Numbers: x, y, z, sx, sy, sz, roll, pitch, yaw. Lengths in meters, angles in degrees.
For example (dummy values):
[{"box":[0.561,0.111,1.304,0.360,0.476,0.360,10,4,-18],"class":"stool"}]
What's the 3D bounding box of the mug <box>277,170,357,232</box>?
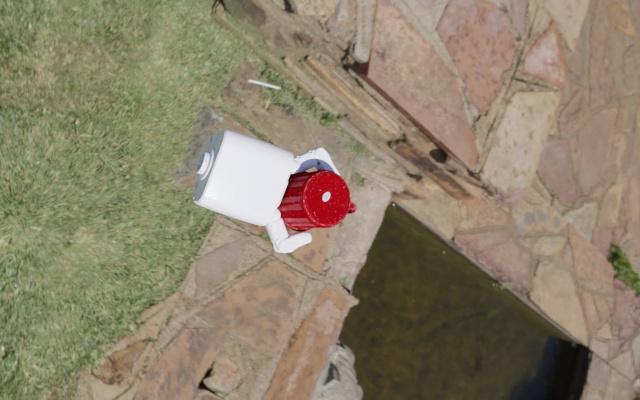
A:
[{"box":[0.001,0.003,0.700,0.117,0.093,0.081,17,-11,-29],"class":"mug"}]
